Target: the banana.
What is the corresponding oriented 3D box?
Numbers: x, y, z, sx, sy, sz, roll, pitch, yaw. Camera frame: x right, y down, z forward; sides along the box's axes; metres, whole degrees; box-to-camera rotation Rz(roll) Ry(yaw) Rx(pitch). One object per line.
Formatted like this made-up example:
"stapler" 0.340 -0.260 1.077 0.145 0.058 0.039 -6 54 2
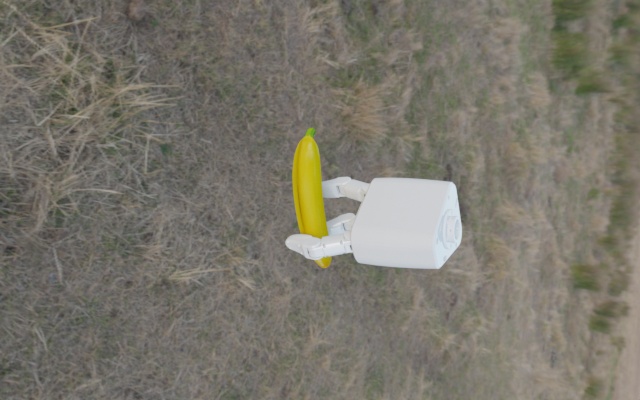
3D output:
"banana" -0.009 0.001 0.642 0.037 0.198 0.069 -1 8 28
